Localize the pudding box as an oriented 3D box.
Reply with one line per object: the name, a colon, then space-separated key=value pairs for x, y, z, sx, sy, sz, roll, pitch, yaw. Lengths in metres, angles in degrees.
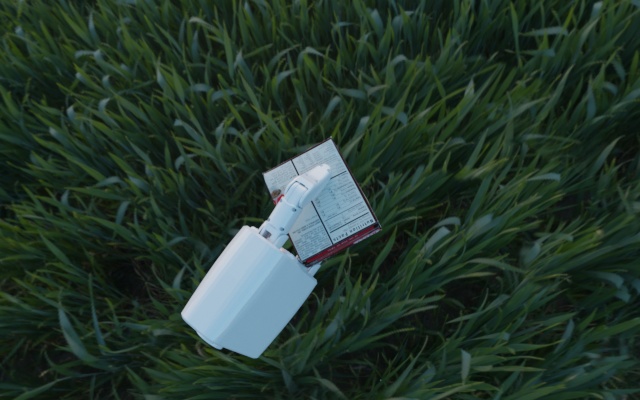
pudding box: x=0.000 y=0.002 z=0.507 sx=0.090 sy=0.113 sz=0.039 roll=-27 pitch=-18 yaw=2
